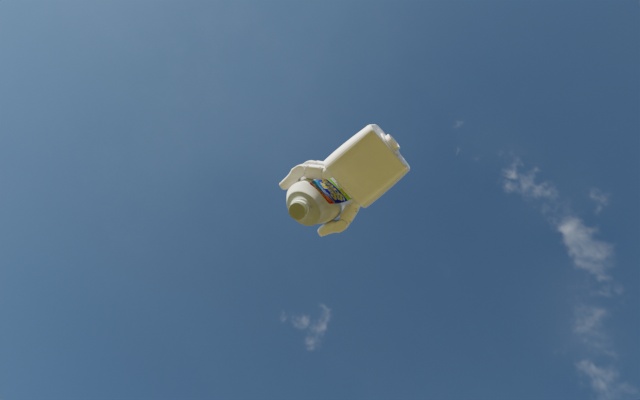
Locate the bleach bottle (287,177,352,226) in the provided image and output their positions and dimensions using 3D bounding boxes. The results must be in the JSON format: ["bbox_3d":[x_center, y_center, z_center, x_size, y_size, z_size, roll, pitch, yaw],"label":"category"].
[{"bbox_3d":[0.000,0.003,0.873,0.068,0.102,0.251,-39,-2,18],"label":"bleach bottle"}]
